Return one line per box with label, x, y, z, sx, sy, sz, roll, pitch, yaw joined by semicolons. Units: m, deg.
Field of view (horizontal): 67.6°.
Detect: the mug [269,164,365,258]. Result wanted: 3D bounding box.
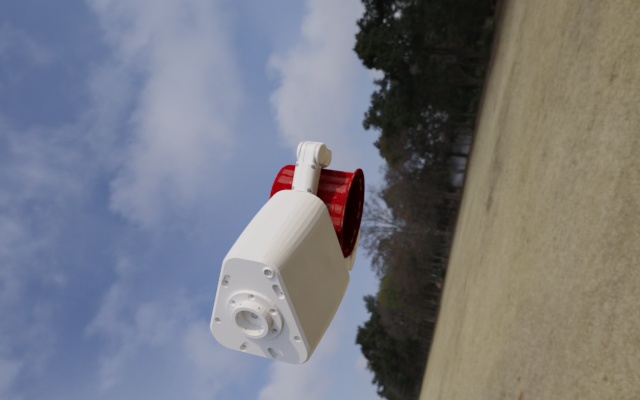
mug;0.000;0.001;0.510;0.081;0.093;0.117;9;29;16
